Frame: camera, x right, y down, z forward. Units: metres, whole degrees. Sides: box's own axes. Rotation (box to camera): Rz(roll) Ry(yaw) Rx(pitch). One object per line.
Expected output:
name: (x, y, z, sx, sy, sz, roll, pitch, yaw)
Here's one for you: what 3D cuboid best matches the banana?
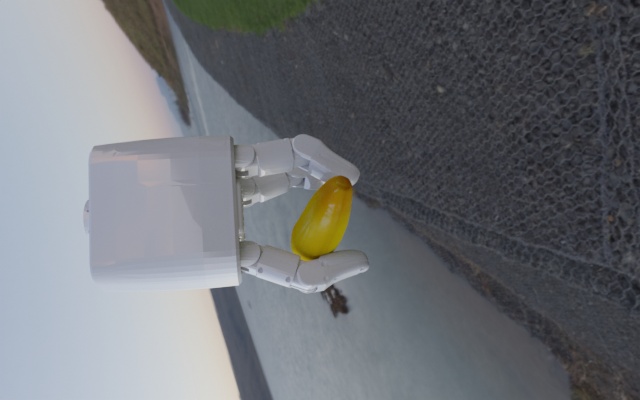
banana: (-0.004, 0.020, 0.408, 0.037, 0.069, 0.198, 11, -3, -4)
